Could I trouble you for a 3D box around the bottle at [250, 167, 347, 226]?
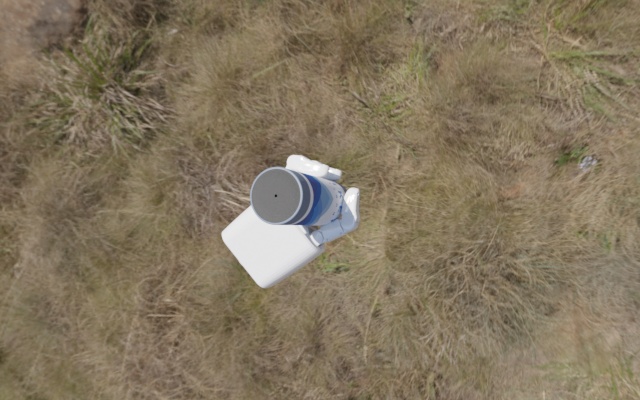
[{"bbox_3d":[0.000,0.002,0.679,0.069,0.069,0.296,0,-3,20],"label":"bottle"}]
